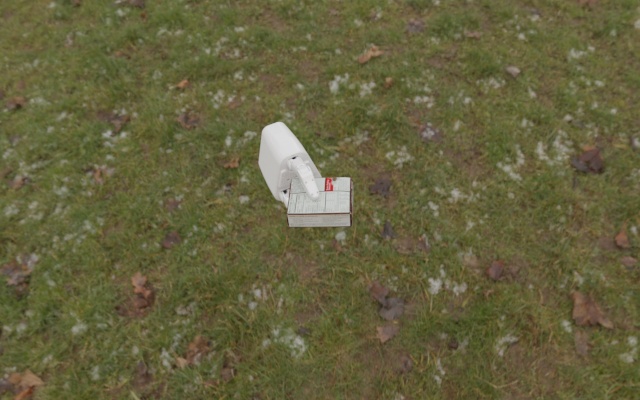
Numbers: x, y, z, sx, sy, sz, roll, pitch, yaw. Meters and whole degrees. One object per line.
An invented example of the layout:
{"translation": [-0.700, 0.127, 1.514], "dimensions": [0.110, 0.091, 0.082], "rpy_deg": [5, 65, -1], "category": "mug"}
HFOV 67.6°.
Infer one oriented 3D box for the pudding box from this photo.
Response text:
{"translation": [0.000, 0.003, 0.830], "dimensions": [0.113, 0.090, 0.039], "rpy_deg": [-2, -43, 7], "category": "pudding box"}
